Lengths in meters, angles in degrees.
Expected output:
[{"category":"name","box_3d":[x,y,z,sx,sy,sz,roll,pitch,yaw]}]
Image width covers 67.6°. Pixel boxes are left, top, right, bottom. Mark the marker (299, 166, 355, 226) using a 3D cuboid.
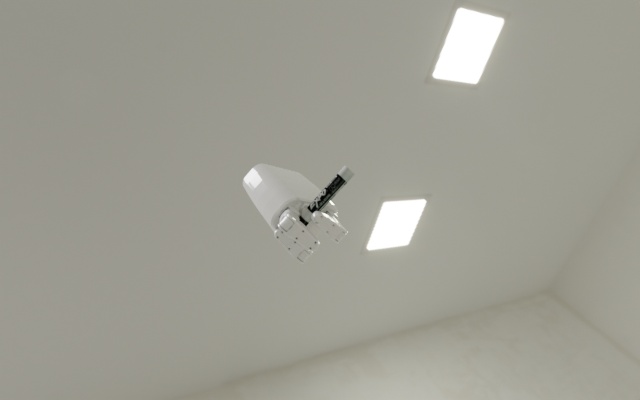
[{"category":"marker","box_3d":[0.000,0.002,0.661,0.020,0.121,0.020,42,5,-4]}]
